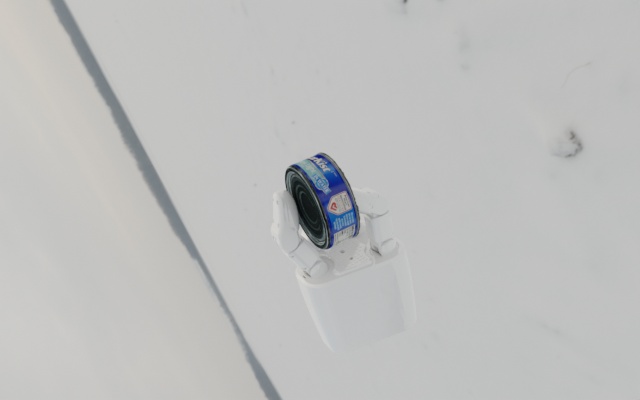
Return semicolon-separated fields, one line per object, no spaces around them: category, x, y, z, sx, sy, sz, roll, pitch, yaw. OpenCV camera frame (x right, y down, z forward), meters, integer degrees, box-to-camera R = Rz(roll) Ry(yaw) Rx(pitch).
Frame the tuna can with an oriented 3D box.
tuna can;0.000;0.002;0.441;0.034;0.086;0.086;-24;8;-19
